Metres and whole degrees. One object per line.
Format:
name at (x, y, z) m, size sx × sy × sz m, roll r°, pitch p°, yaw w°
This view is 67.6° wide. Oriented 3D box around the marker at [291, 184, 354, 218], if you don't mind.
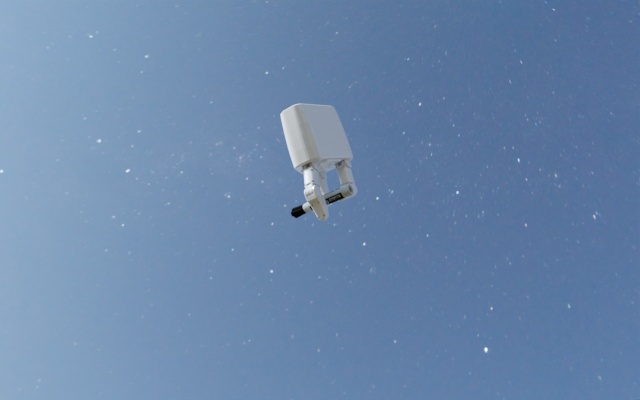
marker at (0.000, 0.003, 0.806) m, size 0.121 × 0.020 × 0.020 m, roll -23°, pitch -11°, yaw 27°
